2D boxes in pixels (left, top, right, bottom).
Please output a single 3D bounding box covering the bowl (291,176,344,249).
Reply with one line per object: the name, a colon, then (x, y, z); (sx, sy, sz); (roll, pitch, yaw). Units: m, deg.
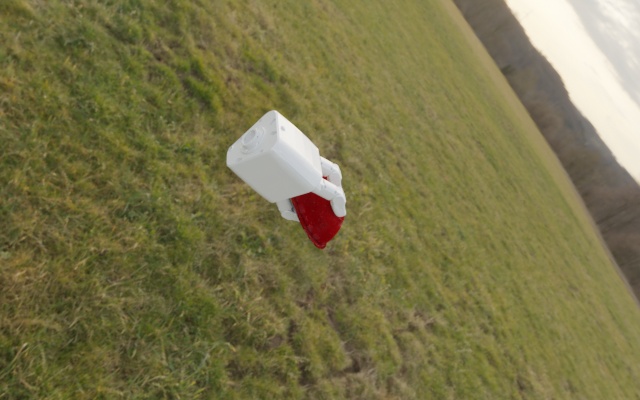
bowl: (0.001, 0.003, 0.855); (0.055, 0.162, 0.162); (-21, -5, 13)
